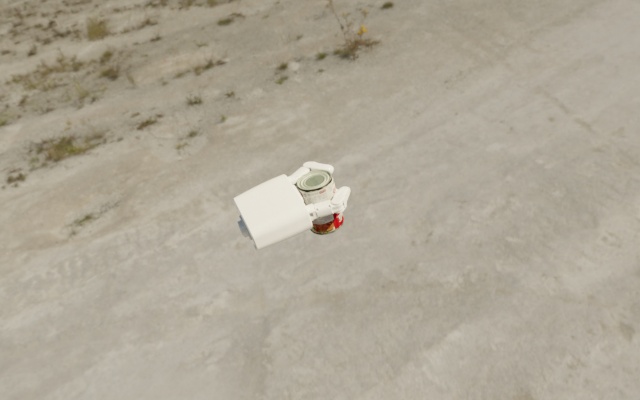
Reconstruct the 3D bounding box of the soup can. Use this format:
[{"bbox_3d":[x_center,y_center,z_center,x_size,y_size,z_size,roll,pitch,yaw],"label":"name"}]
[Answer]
[{"bbox_3d":[0.001,0.002,0.875,0.068,0.102,0.068,-11,34,8],"label":"soup can"}]
